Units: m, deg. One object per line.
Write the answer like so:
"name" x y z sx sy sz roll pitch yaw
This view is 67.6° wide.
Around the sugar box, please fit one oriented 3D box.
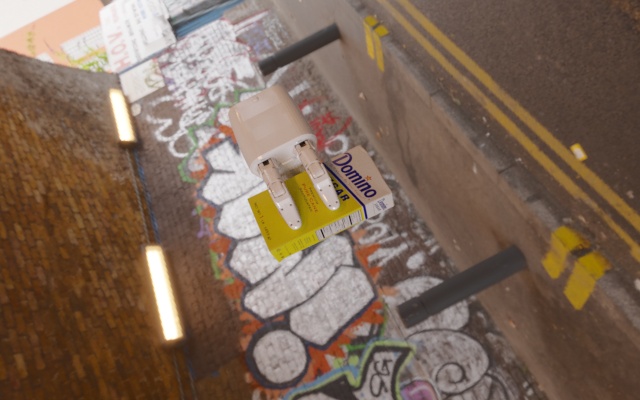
"sugar box" 0.000 0.002 0.643 0.176 0.093 0.048 -28 -31 -1
